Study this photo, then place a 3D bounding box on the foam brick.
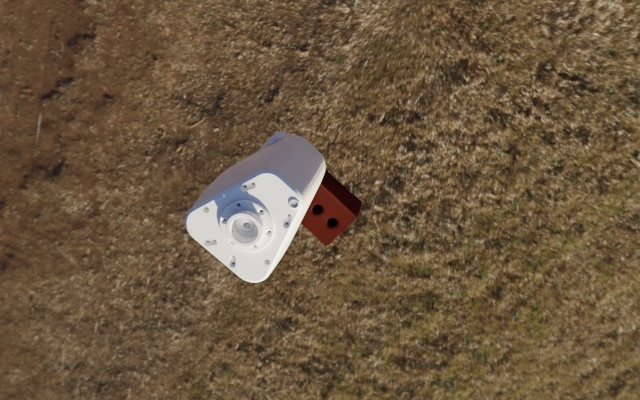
[{"bbox_3d":[0.000,0.002,0.538,0.078,0.053,0.051,42,21,-8],"label":"foam brick"}]
